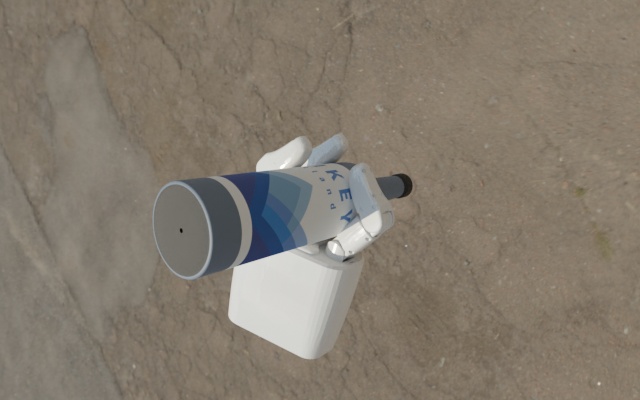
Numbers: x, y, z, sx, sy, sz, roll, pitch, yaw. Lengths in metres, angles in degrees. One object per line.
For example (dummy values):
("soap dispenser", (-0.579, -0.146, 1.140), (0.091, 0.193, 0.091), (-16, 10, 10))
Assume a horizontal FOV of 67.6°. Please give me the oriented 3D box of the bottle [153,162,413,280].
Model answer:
("bottle", (0.000, 0.001, 0.427), (0.069, 0.069, 0.295), (0, 7, 39))
